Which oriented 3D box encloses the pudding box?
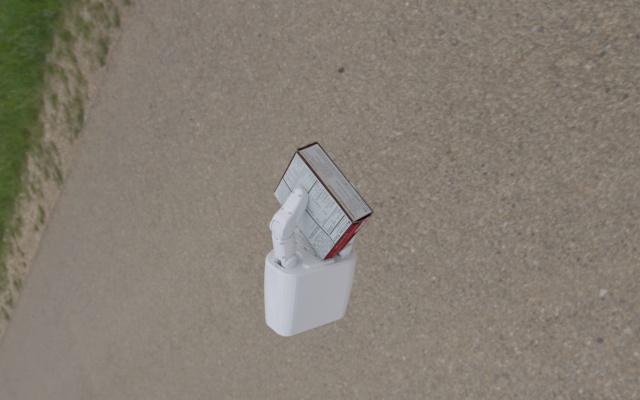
[{"bbox_3d":[0.000,0.002,0.566,0.039,0.113,0.090,-27,-19,-39],"label":"pudding box"}]
